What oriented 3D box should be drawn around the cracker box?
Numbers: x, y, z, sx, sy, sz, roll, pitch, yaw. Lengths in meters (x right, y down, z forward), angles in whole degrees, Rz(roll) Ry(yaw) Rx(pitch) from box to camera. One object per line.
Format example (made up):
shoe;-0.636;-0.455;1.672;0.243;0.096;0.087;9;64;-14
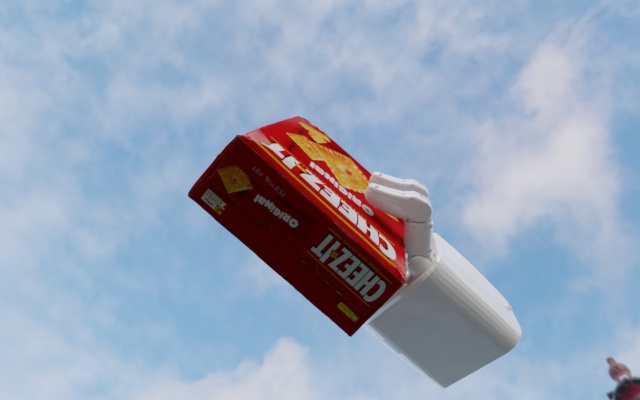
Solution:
cracker box;0.000;0.002;0.444;0.164;0.072;0.213;41;16;-2
